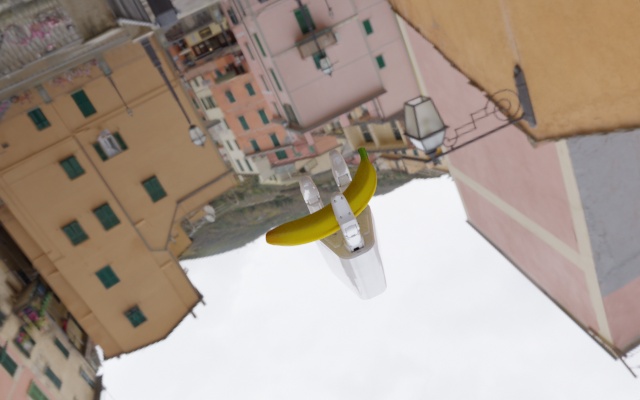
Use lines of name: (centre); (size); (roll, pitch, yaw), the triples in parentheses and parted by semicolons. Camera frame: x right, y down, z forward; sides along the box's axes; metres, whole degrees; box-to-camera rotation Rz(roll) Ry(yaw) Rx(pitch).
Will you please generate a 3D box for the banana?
banana: (0.015, 0.010, 0.664); (0.069, 0.197, 0.037); (38, -19, 31)
